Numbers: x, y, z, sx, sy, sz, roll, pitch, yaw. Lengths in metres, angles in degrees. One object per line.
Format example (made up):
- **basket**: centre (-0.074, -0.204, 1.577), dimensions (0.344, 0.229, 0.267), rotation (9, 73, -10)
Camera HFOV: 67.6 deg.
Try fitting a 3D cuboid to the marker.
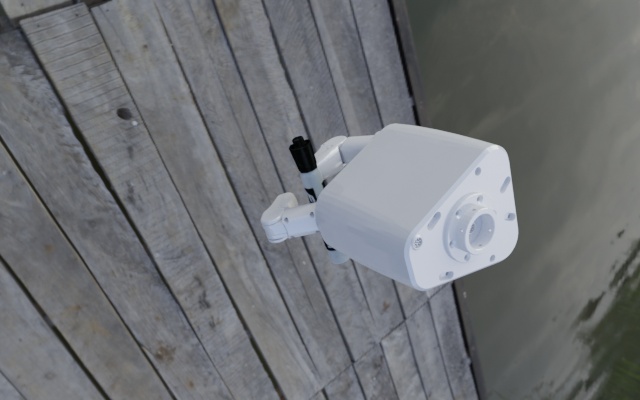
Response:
- **marker**: centre (0.000, 0.001, 0.406), dimensions (0.020, 0.121, 0.020), rotation (-16, 27, 8)
